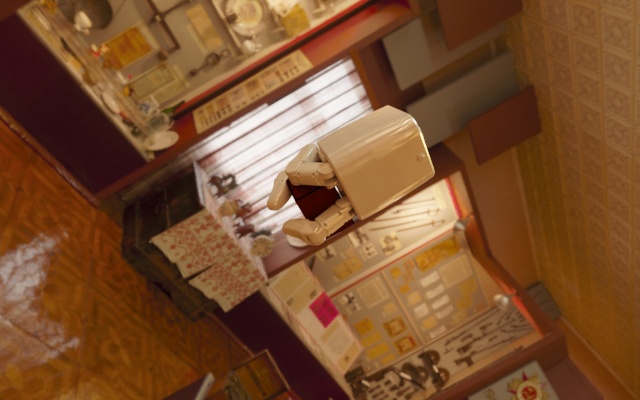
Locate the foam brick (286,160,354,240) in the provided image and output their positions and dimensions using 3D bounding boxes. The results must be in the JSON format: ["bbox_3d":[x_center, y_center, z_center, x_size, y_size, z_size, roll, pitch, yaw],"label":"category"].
[{"bbox_3d":[0.000,0.002,0.597,0.051,0.078,0.053,-29,38,1],"label":"foam brick"}]
